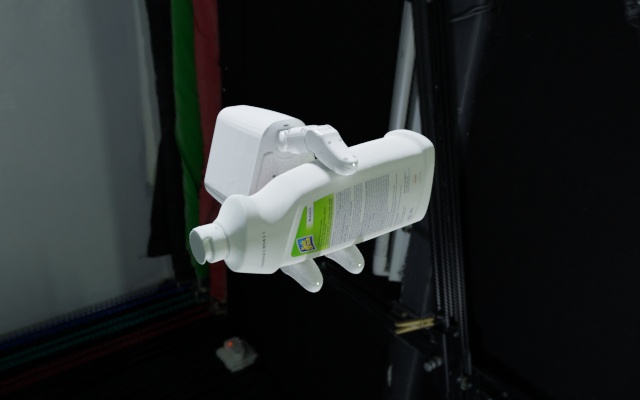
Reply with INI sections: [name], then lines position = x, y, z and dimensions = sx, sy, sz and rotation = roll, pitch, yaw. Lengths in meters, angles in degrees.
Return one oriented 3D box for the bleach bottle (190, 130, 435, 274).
[bleach bottle]
position = 0.000, 0.002, 0.449
dimensions = 0.251, 0.103, 0.068
rotation = -16, 28, -36
